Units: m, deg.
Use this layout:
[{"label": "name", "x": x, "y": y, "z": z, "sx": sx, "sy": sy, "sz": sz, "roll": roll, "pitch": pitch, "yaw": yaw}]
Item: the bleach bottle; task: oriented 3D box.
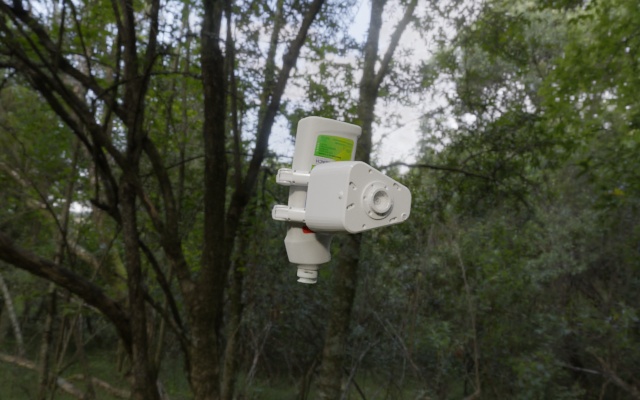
[{"label": "bleach bottle", "x": 0.000, "y": 0.002, "z": 0.748, "sx": 0.102, "sy": 0.251, "sz": 0.068, "roll": 8, "pitch": -4, "yaw": -27}]
